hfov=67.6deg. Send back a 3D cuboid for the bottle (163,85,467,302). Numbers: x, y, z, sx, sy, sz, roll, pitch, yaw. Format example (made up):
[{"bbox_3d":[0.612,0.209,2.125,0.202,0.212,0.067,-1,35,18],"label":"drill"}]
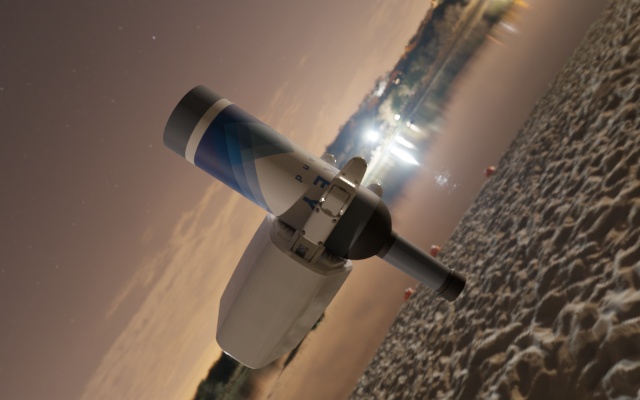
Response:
[{"bbox_3d":[0.000,0.001,0.435,0.295,0.069,0.069,32,1,2],"label":"bottle"}]
